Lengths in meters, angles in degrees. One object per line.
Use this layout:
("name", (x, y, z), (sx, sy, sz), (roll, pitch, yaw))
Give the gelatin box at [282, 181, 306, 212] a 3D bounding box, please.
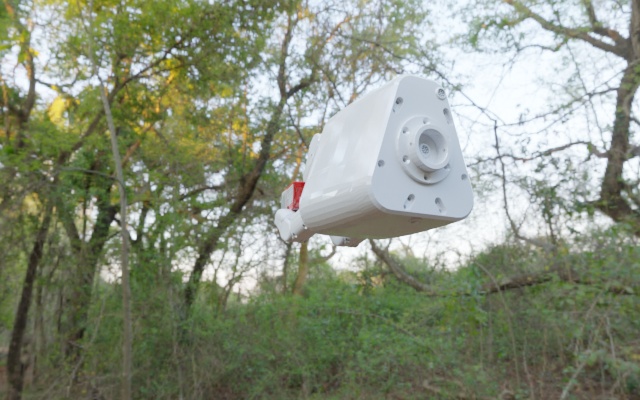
("gelatin box", (0.000, 0.001, 0.511), (0.073, 0.030, 0.089), (3, -7, -12))
